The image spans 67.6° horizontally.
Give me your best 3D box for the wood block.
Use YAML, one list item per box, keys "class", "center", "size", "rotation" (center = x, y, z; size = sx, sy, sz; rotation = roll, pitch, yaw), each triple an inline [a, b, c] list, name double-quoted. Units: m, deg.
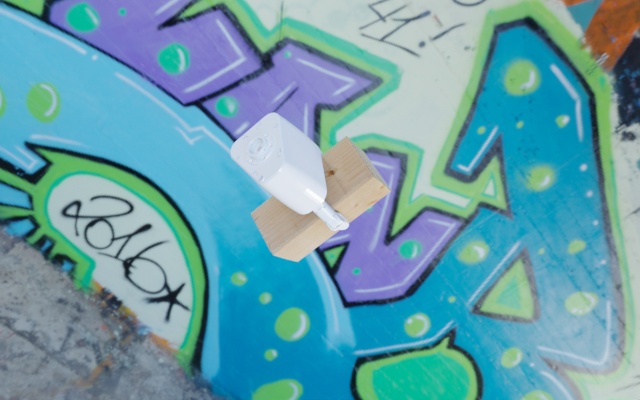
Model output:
- class: "wood block"
  center: [0.000, 0.003, 0.795]
  size: [0.206, 0.090, 0.090]
  rotation: [-38, -27, 13]
